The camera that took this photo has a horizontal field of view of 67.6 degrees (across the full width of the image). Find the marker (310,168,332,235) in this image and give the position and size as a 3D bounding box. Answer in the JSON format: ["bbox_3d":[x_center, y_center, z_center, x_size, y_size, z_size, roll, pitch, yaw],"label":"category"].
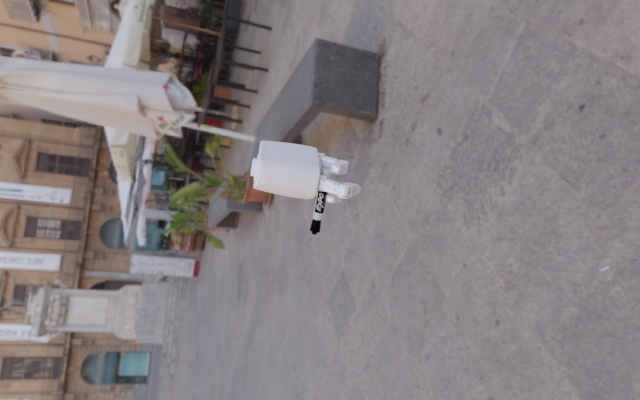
[{"bbox_3d":[0.000,0.003,0.852,0.020,0.121,0.020,11,13,-2],"label":"marker"}]
